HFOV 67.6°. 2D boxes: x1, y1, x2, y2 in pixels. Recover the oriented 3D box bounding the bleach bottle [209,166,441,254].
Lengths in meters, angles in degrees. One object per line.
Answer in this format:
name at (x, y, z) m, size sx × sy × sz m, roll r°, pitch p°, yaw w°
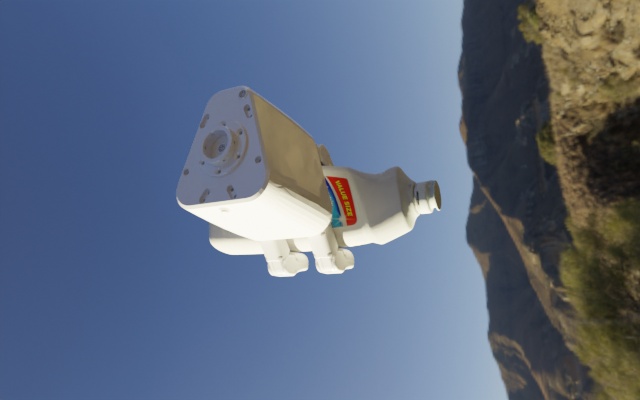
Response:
bleach bottle at (0.000, 0.002, 0.511) m, size 0.251 × 0.102 × 0.068 m, roll -7°, pitch -21°, yaw 26°
